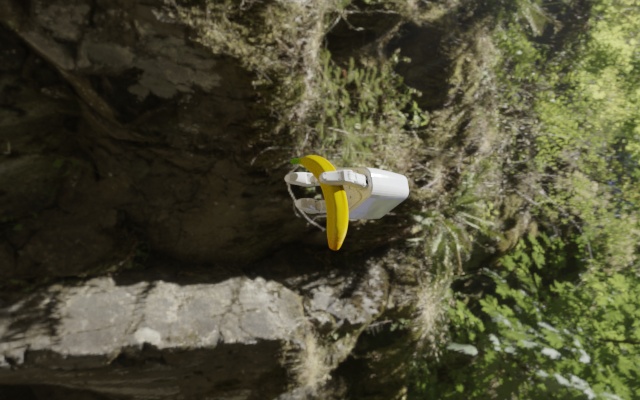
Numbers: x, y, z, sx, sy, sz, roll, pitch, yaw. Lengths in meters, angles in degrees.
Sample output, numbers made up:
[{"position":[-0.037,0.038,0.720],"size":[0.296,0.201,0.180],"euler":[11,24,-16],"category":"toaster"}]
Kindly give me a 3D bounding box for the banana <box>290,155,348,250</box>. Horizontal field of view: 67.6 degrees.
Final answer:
[{"position":[0.012,-0.011,0.837],"size":[0.070,0.197,0.037],"euler":[-39,-30,26],"category":"banana"}]
